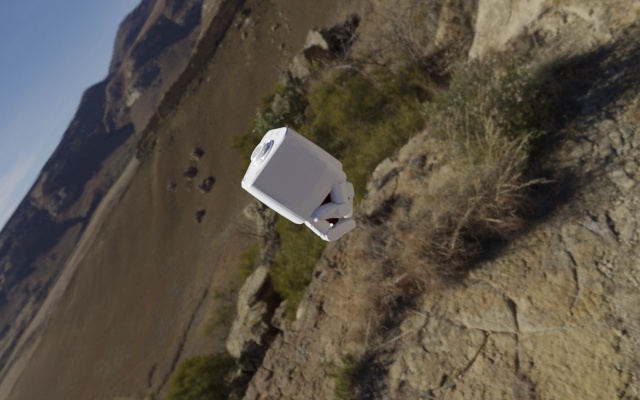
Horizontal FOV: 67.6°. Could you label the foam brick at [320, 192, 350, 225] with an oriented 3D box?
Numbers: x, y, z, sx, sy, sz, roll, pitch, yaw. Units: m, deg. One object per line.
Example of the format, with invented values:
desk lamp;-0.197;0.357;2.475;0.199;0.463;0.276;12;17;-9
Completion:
foam brick;0.000;0.003;0.785;0.051;0.053;0.078;33;-12;-25
